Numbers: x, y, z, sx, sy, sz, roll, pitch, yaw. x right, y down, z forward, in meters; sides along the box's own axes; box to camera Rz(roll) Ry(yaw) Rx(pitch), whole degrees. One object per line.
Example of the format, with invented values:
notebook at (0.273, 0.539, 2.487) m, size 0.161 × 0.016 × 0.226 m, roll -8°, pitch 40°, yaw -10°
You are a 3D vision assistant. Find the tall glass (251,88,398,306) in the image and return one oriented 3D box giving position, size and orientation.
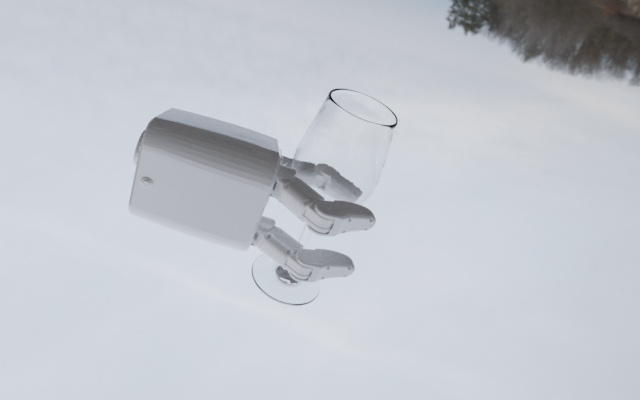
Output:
tall glass at (0.000, 0.002, 0.439) m, size 0.079 × 0.201 × 0.079 m, roll 18°, pitch 31°, yaw -11°
